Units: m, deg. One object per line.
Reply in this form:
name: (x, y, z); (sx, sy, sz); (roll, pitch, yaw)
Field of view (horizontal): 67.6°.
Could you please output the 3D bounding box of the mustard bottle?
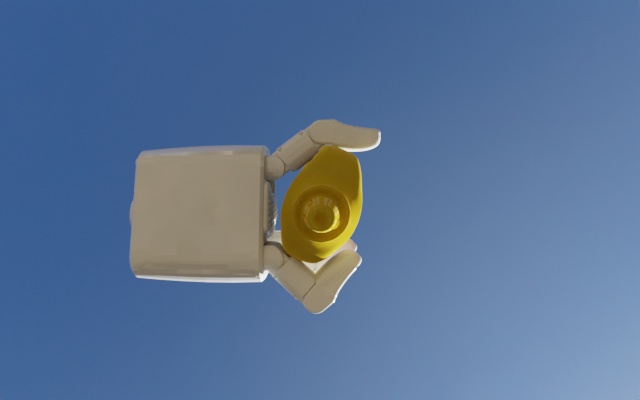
mustard bottle: (0.000, 0.001, 0.403); (0.058, 0.096, 0.191); (24, 6, -2)
